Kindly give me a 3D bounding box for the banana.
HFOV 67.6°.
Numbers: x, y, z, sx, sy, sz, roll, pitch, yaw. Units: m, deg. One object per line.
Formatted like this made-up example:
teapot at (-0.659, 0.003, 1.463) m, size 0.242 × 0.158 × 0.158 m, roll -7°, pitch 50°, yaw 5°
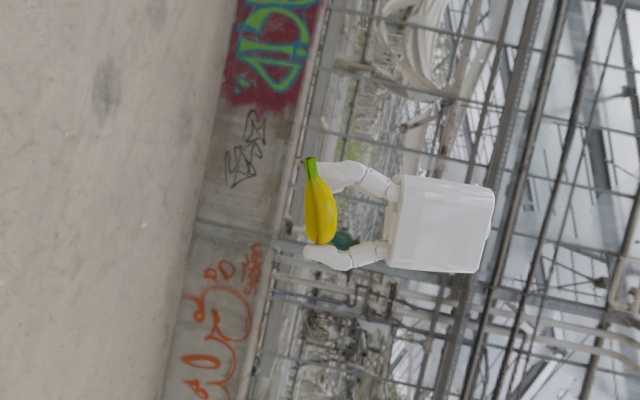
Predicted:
banana at (0.000, 0.018, 0.571) m, size 0.037 × 0.069 × 0.198 m, roll 1°, pitch -20°, yaw -1°
